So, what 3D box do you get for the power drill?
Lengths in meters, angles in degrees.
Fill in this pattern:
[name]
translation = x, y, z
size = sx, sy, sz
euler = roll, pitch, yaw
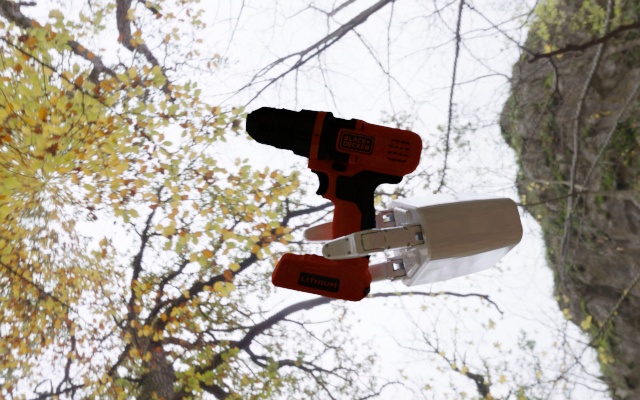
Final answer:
[power drill]
translation = 0.000, 0.002, 0.500
size = 0.184, 0.188, 0.057
euler = 11, 8, 6
